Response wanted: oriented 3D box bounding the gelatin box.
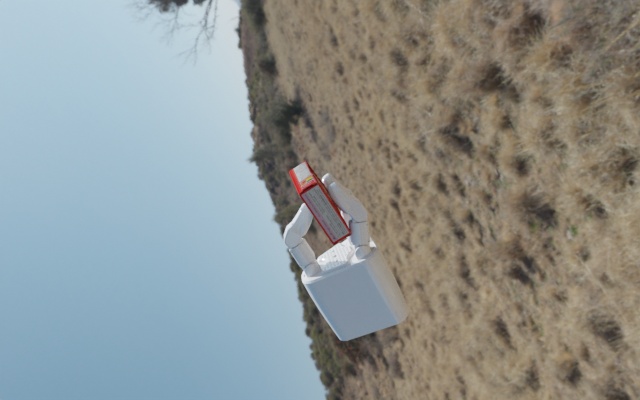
[{"bbox_3d":[0.000,0.002,0.601,0.030,0.089,0.073,-33,28,4],"label":"gelatin box"}]
